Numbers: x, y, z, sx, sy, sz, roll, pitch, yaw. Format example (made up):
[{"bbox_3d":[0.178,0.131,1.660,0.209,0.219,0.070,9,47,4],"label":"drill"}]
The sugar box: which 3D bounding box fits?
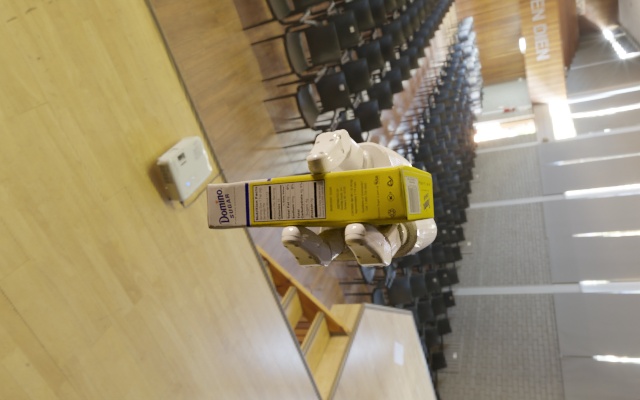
[{"bbox_3d":[0.000,0.002,0.413,0.176,0.048,0.093,-7,-5,25],"label":"sugar box"}]
